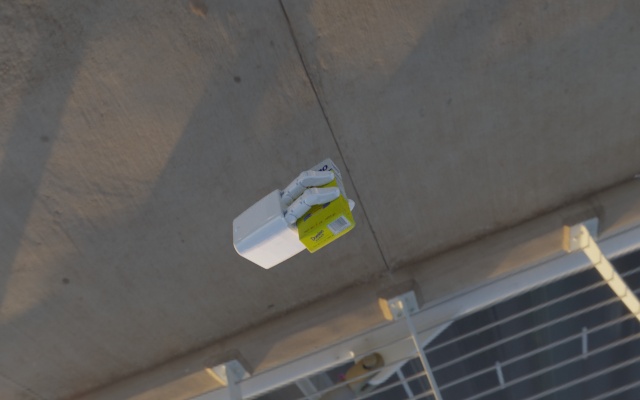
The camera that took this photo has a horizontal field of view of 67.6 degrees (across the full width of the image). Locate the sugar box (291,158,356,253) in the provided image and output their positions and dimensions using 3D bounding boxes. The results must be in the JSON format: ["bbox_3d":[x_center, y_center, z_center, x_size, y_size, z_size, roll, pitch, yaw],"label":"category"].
[{"bbox_3d":[0.000,0.003,0.855,0.093,0.048,0.176,-32,36,13],"label":"sugar box"}]
